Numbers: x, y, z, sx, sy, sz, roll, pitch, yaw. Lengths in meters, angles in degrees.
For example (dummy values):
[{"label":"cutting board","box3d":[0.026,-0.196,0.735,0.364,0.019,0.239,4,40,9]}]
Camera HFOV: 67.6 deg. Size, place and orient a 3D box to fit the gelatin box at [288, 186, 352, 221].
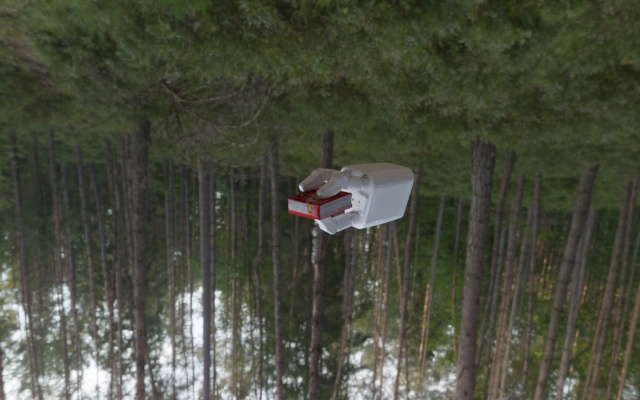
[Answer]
[{"label":"gelatin box","box3d":[0.000,0.003,0.820,0.073,0.030,0.089,14,24,40]}]
